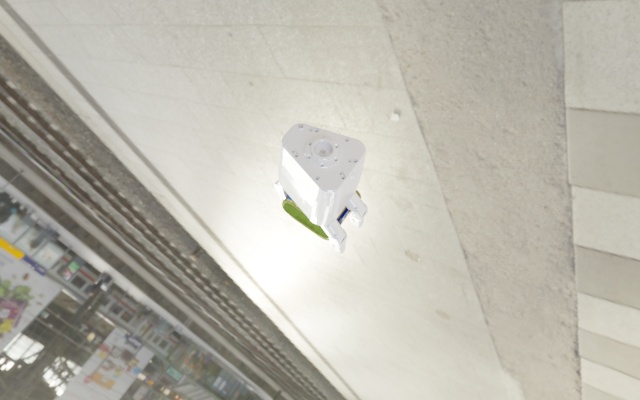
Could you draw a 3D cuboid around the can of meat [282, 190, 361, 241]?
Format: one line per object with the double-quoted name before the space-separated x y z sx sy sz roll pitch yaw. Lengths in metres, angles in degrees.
"can of meat" 0.000 0.003 0.769 0.102 0.084 0.057 34 -24 7
